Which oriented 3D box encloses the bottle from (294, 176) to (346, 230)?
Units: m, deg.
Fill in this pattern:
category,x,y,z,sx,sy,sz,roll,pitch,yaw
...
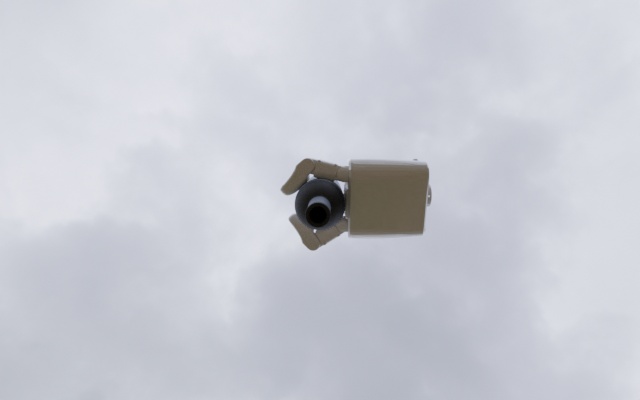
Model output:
category,x,y,z,sx,sy,sz,roll,pitch,yaw
bottle,0.000,0.002,0.655,0.069,0.069,0.295,0,5,1
